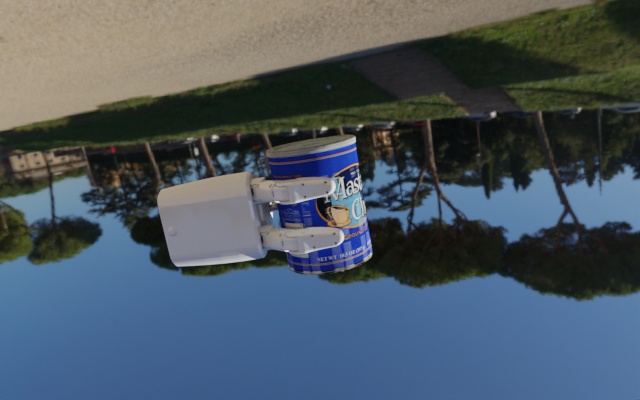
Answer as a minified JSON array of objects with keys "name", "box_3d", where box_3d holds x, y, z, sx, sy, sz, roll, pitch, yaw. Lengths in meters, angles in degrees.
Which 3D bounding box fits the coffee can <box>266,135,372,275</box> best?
[{"name":"coffee can","box_3d":[0.000,0.002,0.555,0.103,0.140,0.102,-9,12,2]}]
